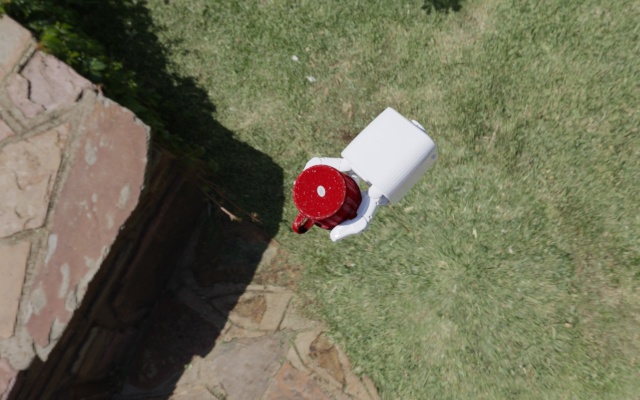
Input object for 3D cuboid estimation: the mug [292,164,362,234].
[{"bbox_3d":[-0.001,0.003,0.707,0.093,0.117,0.081,45,4,18],"label":"mug"}]
